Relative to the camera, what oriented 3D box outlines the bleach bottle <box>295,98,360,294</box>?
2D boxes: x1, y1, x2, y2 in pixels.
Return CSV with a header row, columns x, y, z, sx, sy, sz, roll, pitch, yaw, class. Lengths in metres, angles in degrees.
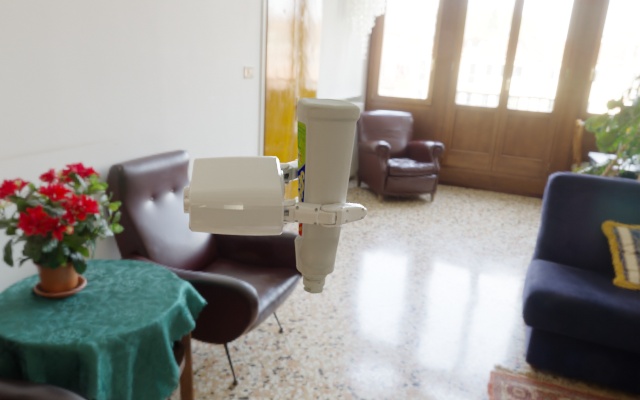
x,y,z,sx,sy,sz,roll,pitch,yaw,class
0.000,0.002,0.602,0.068,0.251,0.102,0,17,-11,bleach bottle
